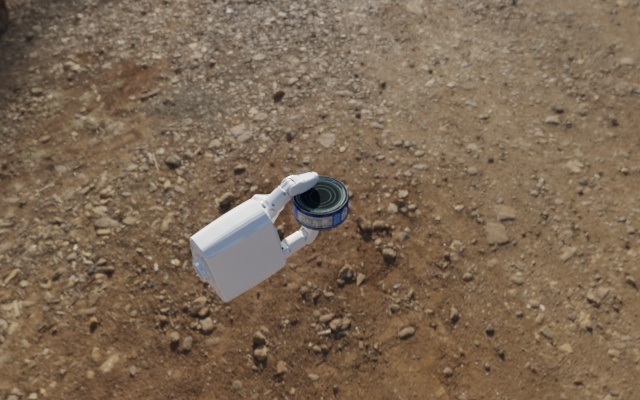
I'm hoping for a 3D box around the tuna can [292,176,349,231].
[{"bbox_3d":[0.000,0.002,0.713,0.086,0.034,0.086,-1,45,1],"label":"tuna can"}]
